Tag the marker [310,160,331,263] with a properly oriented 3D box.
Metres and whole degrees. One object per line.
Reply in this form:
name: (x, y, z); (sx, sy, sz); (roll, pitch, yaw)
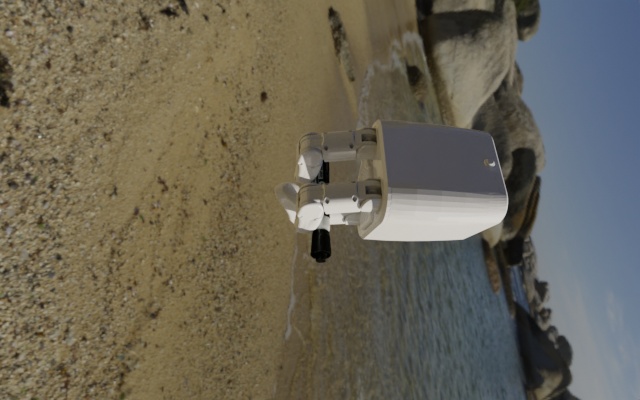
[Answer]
marker: (0.000, 0.001, 0.450); (0.020, 0.121, 0.020); (-1, -31, 0)
